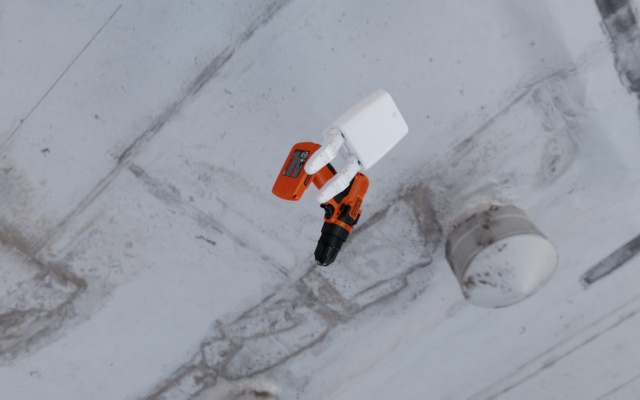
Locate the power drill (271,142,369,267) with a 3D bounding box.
[{"bbox_3d":[0.000,0.002,0.813,0.057,0.184,0.188,11,-20,39],"label":"power drill"}]
